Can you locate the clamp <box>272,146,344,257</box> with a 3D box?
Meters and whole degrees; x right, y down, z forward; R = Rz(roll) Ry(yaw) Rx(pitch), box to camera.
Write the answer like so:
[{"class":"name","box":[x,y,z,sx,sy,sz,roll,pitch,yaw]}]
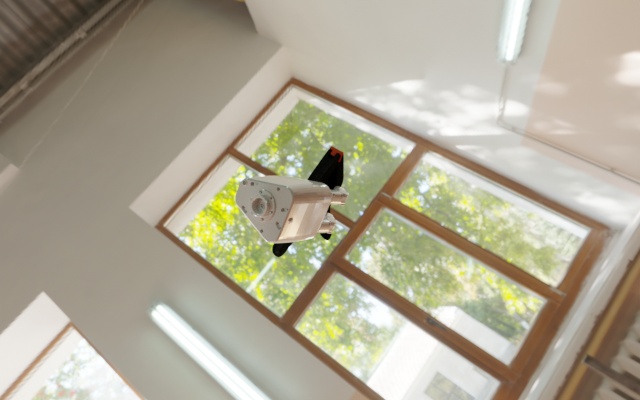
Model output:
[{"class":"clamp","box":[0.000,0.002,0.875,0.036,0.210,0.164,32,18,27]}]
